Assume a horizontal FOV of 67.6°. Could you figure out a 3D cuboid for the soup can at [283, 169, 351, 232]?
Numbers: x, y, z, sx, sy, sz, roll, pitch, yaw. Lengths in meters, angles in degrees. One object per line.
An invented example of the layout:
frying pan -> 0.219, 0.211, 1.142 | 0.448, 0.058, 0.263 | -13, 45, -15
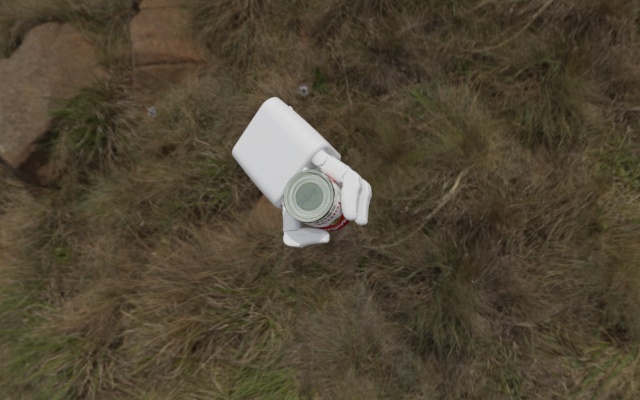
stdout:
soup can -> 0.000, 0.002, 0.623 | 0.068, 0.068, 0.102 | 0, -9, 18
